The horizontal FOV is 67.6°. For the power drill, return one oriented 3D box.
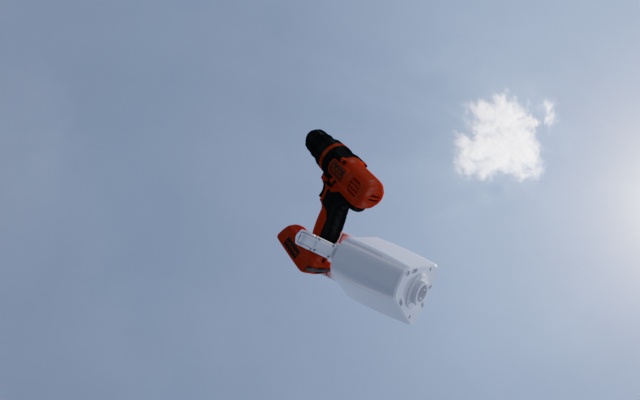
[{"bbox_3d":[0.000,0.003,0.728,0.057,0.188,0.184,7,29,-36],"label":"power drill"}]
